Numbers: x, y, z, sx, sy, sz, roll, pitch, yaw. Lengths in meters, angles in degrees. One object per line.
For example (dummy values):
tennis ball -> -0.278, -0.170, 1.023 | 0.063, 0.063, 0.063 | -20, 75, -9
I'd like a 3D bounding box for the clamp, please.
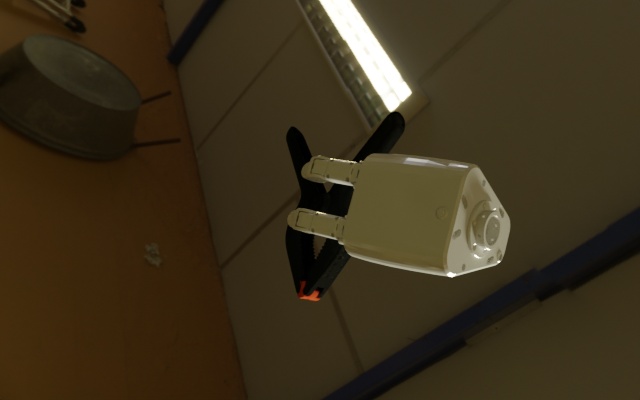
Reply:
clamp -> 0.001, 0.003, 0.530 | 0.164, 0.210, 0.036 | 9, -9, 45
